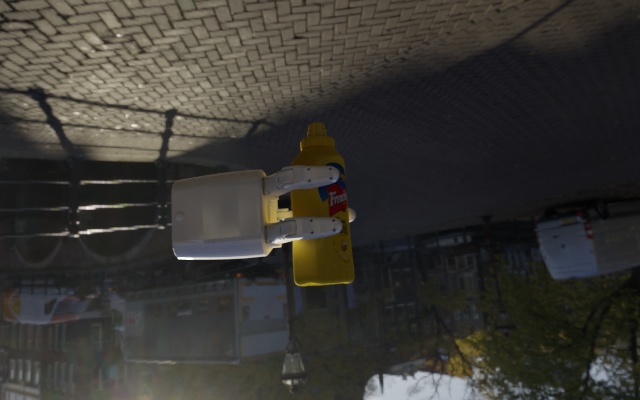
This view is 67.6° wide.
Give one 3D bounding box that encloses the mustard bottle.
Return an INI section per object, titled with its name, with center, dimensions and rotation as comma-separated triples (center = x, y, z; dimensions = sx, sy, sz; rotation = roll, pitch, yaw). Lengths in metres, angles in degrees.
[mustard bottle]
center = 0.000, 0.002, 0.560
dimensions = 0.058, 0.191, 0.096
rotation = -9, -12, 27
